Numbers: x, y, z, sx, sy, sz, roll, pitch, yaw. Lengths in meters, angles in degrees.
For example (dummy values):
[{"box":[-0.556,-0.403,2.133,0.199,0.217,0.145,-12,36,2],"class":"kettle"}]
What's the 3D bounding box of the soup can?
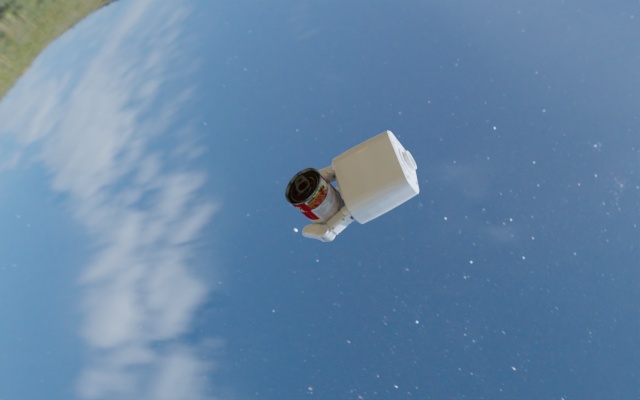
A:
[{"box":[0.000,0.003,0.779,0.068,0.068,0.102,0,-31,41],"class":"soup can"}]
